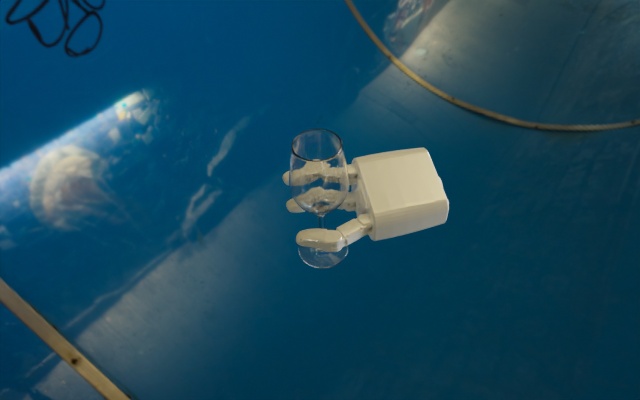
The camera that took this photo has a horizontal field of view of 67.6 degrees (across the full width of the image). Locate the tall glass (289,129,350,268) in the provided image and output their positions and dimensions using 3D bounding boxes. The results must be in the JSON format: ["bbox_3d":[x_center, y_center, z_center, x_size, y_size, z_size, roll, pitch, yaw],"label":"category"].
[{"bbox_3d":[0.000,0.003,0.641,0.079,0.079,0.201,0,-44,4],"label":"tall glass"}]
